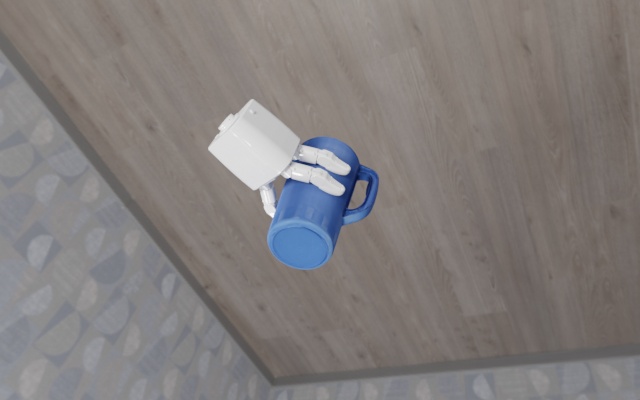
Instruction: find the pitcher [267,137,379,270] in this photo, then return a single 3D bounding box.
[{"bbox_3d":[0.000,0.003,0.835,0.149,0.145,0.242,-35,23,33],"label":"pitcher"}]
